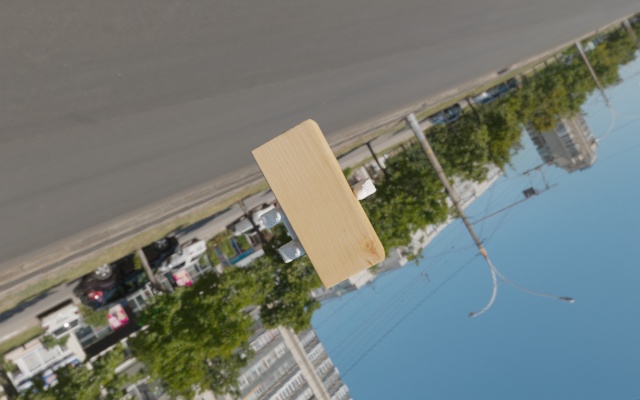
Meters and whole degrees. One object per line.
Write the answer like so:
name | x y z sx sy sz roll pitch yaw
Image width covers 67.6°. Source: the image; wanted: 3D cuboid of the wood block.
wood block | 0.000 0.002 0.659 0.091 0.206 0.090 -29 2 8
